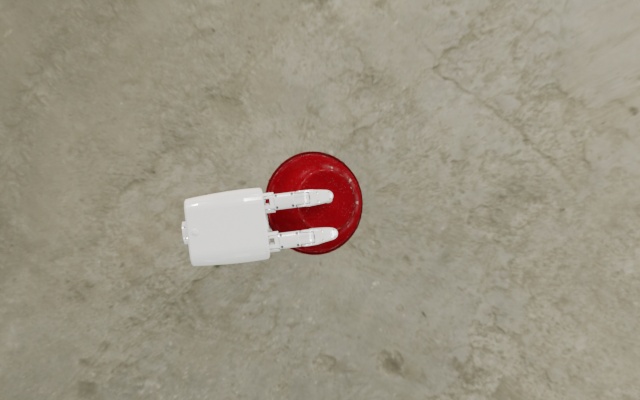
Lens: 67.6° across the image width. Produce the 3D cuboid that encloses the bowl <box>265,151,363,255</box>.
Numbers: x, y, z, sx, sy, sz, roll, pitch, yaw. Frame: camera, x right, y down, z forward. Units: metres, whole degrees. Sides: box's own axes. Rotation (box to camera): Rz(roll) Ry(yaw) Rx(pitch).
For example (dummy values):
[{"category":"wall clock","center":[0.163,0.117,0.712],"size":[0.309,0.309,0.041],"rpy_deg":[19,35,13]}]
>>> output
[{"category":"bowl","center":[0.001,0.002,0.718],"size":[0.162,0.162,0.055],"rpy_deg":[0,-3,-19]}]
